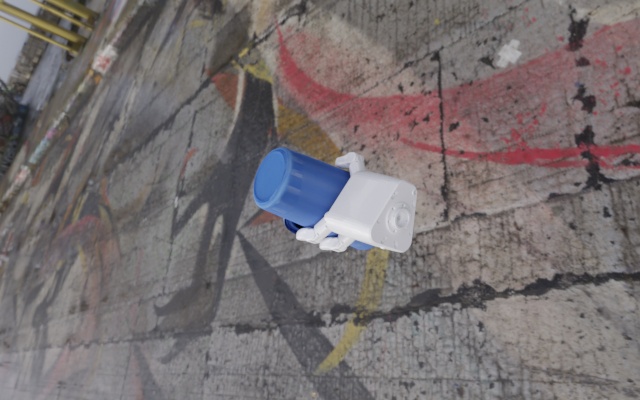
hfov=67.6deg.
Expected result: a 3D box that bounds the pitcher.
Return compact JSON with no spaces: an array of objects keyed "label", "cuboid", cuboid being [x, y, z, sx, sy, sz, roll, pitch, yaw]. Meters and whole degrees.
[{"label":"pitcher","cuboid":[0.000,0.003,0.853,0.243,0.149,0.145,21,-3,-35]}]
